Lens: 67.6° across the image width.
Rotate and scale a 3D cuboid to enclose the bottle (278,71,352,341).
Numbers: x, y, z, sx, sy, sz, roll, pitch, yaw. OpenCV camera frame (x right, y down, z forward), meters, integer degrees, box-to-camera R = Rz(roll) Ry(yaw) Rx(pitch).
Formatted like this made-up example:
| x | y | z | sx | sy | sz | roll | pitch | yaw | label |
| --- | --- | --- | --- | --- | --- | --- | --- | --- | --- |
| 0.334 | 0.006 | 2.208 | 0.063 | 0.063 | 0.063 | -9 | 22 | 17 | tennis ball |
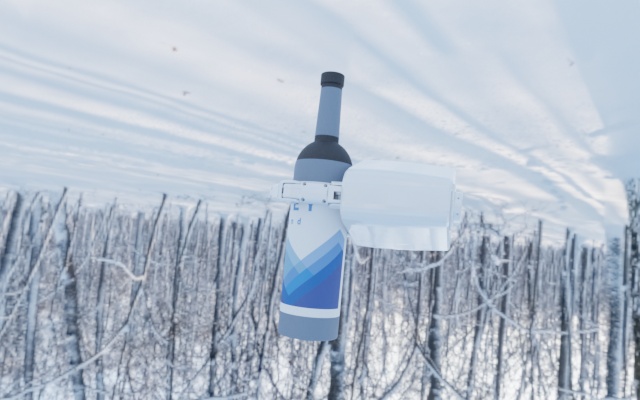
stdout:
| x | y | z | sx | sy | sz | roll | pitch | yaw | label |
| --- | --- | --- | --- | --- | --- | --- | --- | --- | --- |
| 0.000 | 0.002 | 0.538 | 0.069 | 0.295 | 0.069 | 6 | -4 | 0 | bottle |
